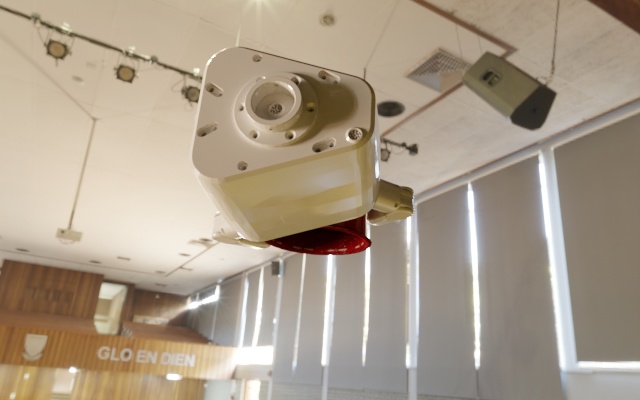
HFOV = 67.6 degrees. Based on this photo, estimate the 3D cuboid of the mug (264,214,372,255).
[{"bbox_3d":[0.000,0.002,0.426,0.093,0.081,0.117,2,-20,6],"label":"mug"}]
